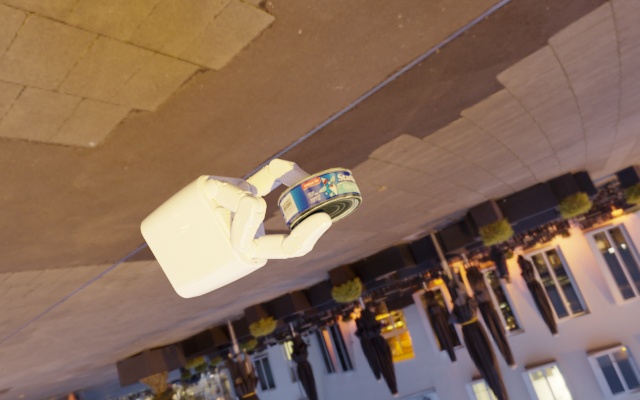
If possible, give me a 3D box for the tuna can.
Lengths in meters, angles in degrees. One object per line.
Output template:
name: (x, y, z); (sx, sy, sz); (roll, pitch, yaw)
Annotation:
tuna can: (0.000, 0.002, 0.506); (0.086, 0.033, 0.086); (-21, -18, -7)
